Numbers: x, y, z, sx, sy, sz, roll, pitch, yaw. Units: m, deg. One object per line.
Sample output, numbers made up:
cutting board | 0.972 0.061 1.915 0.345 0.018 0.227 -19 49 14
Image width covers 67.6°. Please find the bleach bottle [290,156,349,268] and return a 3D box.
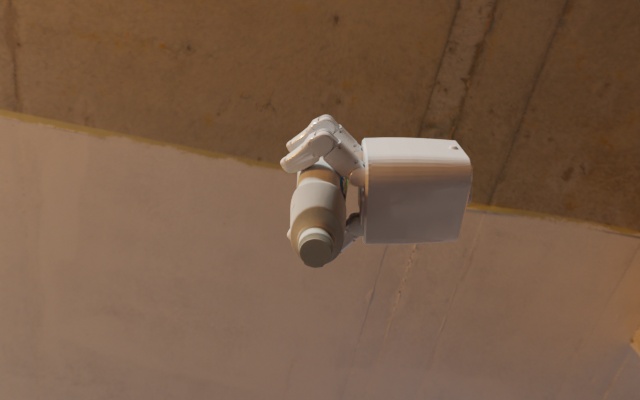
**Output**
bleach bottle | 0.000 0.002 0.523 0.068 0.103 0.250 0 24 2
